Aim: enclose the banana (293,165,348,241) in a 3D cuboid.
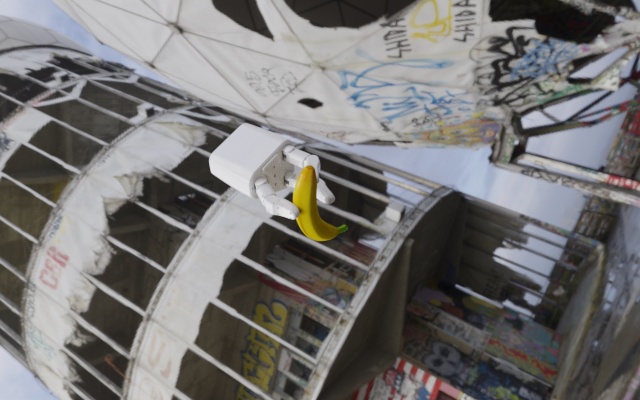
[{"bbox_3d":[-0.010,0.018,0.778,0.037,0.069,0.198,31,-16,32],"label":"banana"}]
